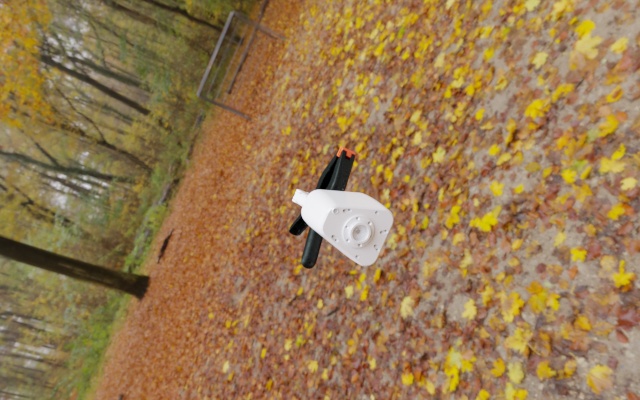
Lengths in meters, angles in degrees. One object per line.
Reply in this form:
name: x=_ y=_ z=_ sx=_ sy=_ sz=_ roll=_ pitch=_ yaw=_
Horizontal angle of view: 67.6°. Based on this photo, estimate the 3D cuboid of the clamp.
clamp: x=0.000 y=0.002 z=0.855 sx=0.036 sy=0.210 sz=0.164 roll=22 pitch=5 yaw=-19
